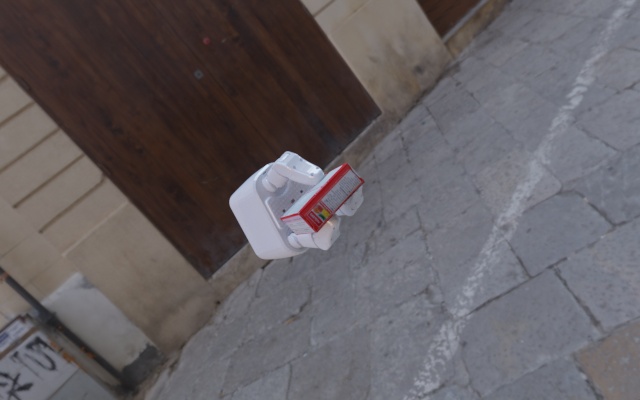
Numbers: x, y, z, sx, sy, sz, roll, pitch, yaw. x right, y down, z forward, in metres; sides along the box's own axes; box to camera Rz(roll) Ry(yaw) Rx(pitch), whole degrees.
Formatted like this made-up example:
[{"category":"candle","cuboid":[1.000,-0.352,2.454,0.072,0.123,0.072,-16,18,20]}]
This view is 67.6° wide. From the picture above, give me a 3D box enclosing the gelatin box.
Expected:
[{"category":"gelatin box","cuboid":[0.000,0.001,0.506,0.073,0.030,0.089,-46,7,-16]}]
